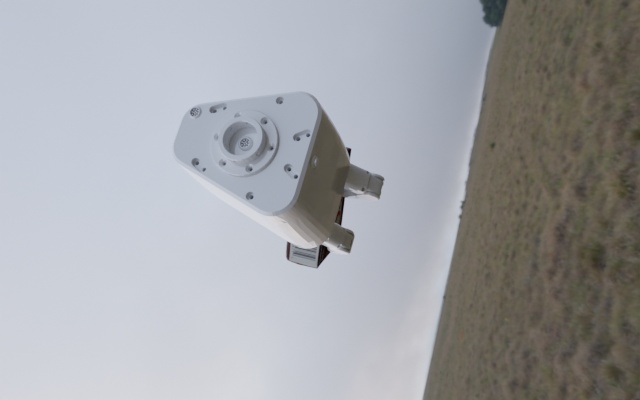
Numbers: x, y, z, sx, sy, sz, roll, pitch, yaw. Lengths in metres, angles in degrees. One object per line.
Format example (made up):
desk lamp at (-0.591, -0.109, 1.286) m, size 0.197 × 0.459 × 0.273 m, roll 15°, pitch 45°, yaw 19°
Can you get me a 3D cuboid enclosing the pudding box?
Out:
pudding box at (0.000, 0.002, 0.498) m, size 0.039 × 0.113 × 0.090 m, roll 13°, pitch 16°, yaw 15°
